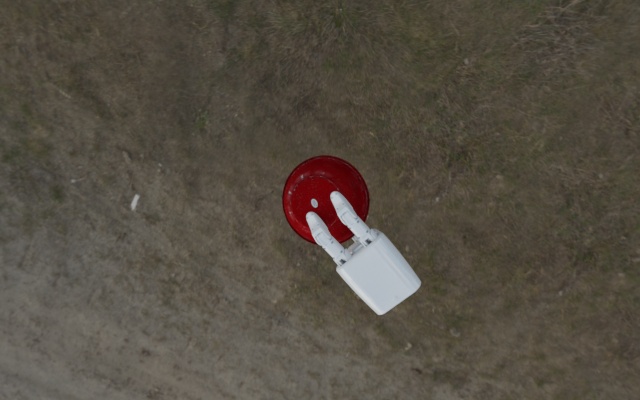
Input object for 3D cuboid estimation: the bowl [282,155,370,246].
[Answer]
[{"bbox_3d":[-0.001,0.002,0.819,0.162,0.162,0.055,0,4,17],"label":"bowl"}]
